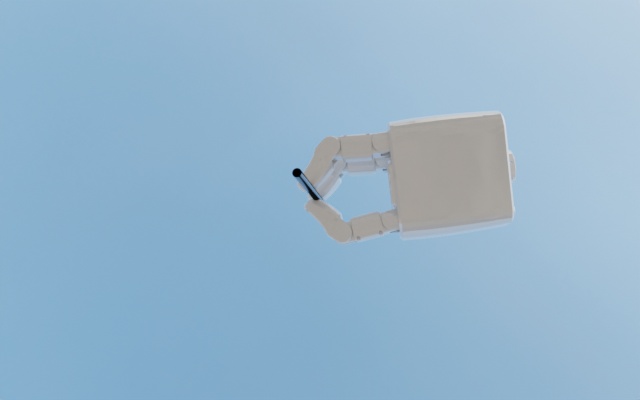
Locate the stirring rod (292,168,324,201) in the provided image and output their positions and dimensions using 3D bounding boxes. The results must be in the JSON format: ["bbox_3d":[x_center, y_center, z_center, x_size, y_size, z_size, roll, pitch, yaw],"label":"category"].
[{"bbox_3d":[0.000,0.002,0.505,0.011,0.011,0.239,0,-12,9],"label":"stirring rod"}]
